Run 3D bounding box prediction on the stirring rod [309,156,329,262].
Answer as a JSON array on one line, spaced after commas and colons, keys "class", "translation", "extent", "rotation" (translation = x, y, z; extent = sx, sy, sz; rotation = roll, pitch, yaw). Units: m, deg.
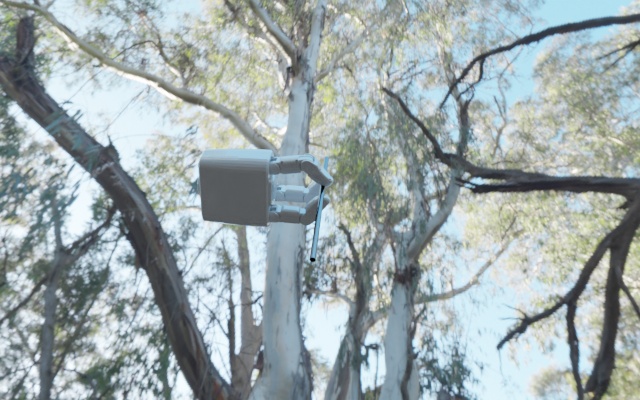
[{"class": "stirring rod", "translation": [0.000, 0.002, 0.692], "extent": [0.011, 0.011, 0.239], "rotation": [0, 37, 6]}]
